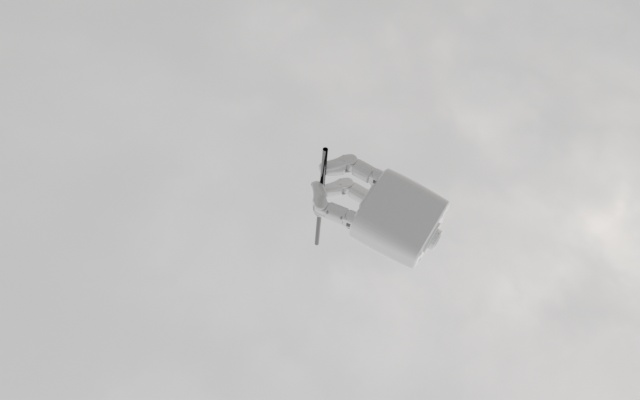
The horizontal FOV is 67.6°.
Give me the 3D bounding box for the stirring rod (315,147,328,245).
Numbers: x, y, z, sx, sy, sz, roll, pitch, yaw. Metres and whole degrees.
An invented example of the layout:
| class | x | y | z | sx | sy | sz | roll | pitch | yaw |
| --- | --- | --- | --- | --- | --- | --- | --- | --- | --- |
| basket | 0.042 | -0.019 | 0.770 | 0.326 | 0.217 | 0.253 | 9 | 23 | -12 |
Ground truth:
| class | x | y | z | sx | sy | sz | roll | pitch | yaw |
| --- | --- | --- | --- | --- | --- | --- | --- | --- | --- |
| stirring rod | 0.000 | 0.003 | 0.768 | 0.011 | 0.011 | 0.240 | 0 | -39 | -4 |
